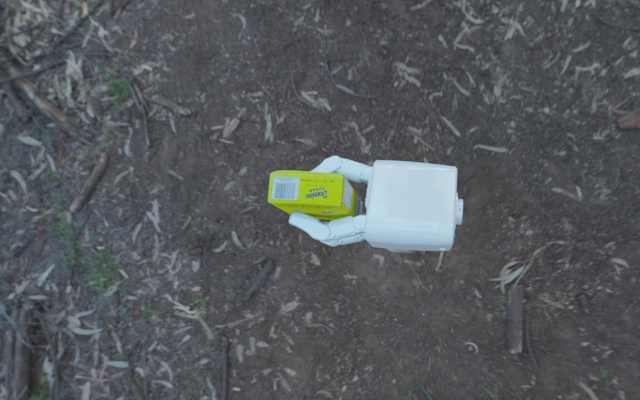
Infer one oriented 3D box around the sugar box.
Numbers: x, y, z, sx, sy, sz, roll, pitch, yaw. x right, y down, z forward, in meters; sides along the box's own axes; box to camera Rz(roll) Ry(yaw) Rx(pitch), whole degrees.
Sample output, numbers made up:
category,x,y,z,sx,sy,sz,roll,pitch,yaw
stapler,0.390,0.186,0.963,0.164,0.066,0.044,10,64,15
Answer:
category,x,y,z,sx,sy,sz,roll,pitch,yaw
sugar box,0.000,0.003,0.647,0.093,0.048,0.176,3,-12,14
